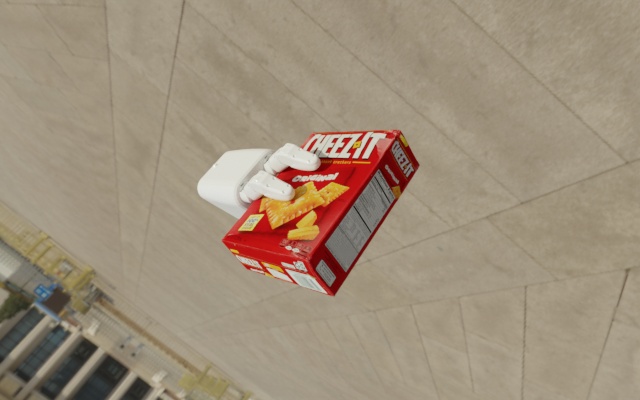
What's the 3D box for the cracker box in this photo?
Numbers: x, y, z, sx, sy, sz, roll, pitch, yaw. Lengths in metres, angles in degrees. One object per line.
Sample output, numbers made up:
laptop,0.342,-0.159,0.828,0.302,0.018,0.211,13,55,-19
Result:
cracker box,0.000,0.002,0.607,0.164,0.213,0.072,7,-39,46
